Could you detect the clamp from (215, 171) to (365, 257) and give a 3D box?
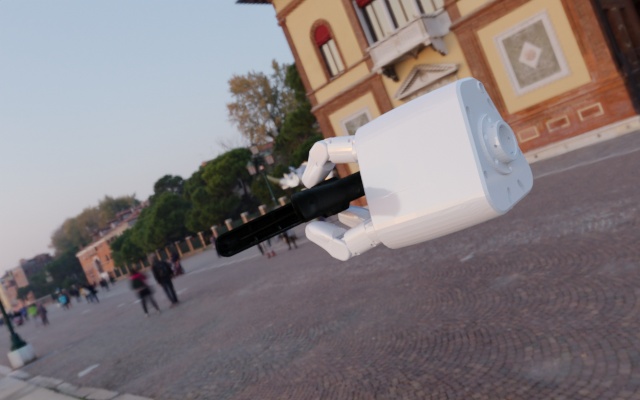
[{"bbox_3d":[0.000,0.001,0.491,0.164,0.036,0.210,-25,-1,44],"label":"clamp"}]
